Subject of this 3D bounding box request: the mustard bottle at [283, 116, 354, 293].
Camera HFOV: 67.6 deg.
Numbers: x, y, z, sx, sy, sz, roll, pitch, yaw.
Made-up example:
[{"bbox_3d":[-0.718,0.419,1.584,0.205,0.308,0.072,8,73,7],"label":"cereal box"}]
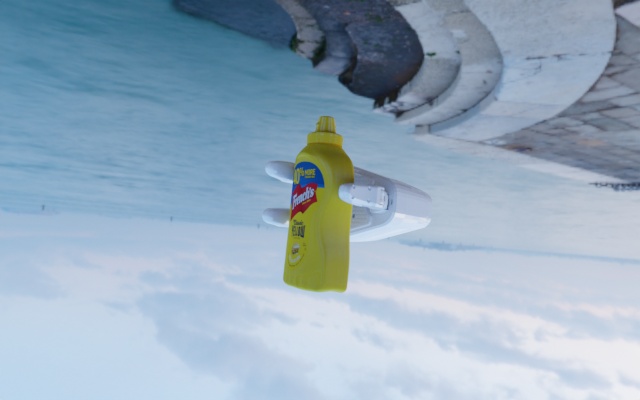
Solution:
[{"bbox_3d":[0.000,0.002,0.531,0.058,0.191,0.096,7,-5,-26],"label":"mustard bottle"}]
